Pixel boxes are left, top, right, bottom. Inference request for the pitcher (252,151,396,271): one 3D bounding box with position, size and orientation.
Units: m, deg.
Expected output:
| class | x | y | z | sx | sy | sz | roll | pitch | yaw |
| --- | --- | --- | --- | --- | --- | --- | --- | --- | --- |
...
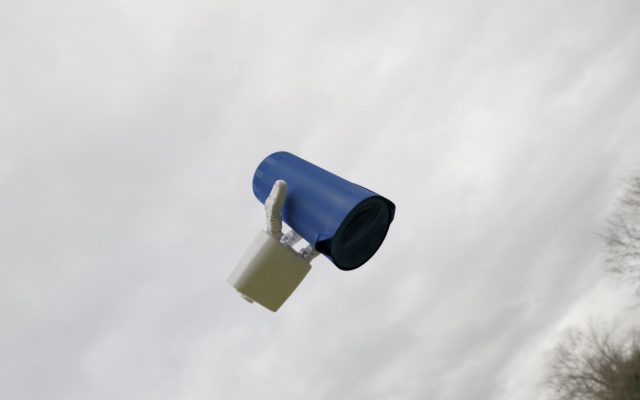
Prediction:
| class | x | y | z | sx | sy | sz | roll | pitch | yaw |
| --- | --- | --- | --- | --- | --- | --- | --- | --- | --- |
| pitcher | 0.000 | 0.003 | 0.821 | 0.242 | 0.145 | 0.149 | 33 | -4 | 39 |
